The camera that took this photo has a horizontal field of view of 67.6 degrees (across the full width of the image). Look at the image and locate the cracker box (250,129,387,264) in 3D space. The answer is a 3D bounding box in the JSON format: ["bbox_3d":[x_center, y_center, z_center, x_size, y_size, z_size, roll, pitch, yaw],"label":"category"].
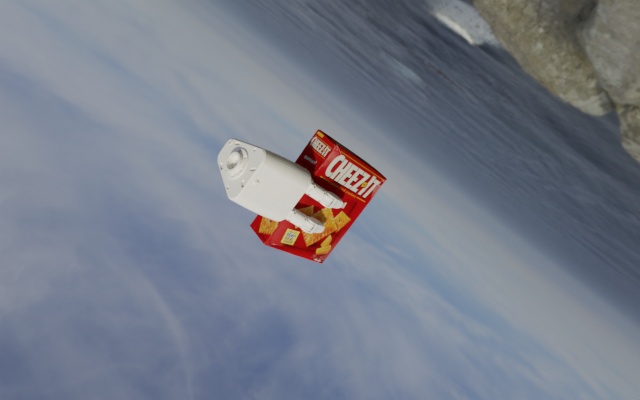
[{"bbox_3d":[0.000,0.003,0.873,0.164,0.214,0.072,27,14,-46],"label":"cracker box"}]
